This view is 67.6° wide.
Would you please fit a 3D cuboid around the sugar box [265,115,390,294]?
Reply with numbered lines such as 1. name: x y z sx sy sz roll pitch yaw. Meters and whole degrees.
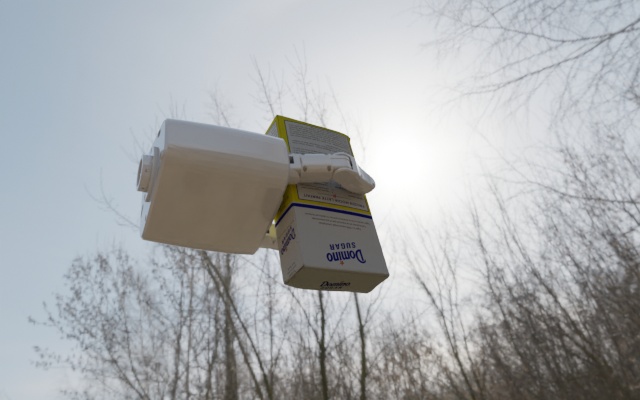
1. sugar box: 0.000 0.002 0.468 0.093 0.176 0.048 11 -38 -29
